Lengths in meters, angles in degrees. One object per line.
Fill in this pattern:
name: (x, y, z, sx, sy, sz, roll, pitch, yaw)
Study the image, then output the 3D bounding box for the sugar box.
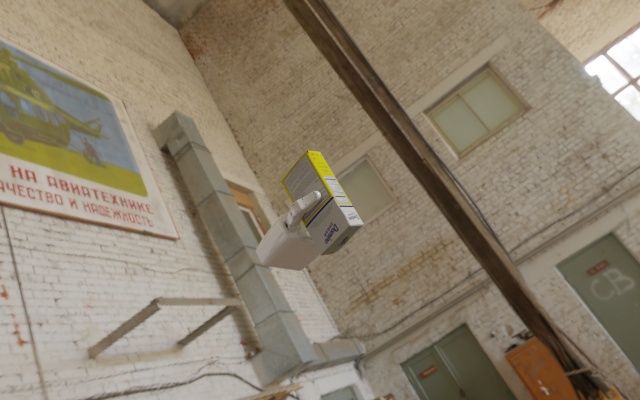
sugar box: (0.000, 0.003, 0.878, 0.048, 0.176, 0.093, -2, -36, -47)
